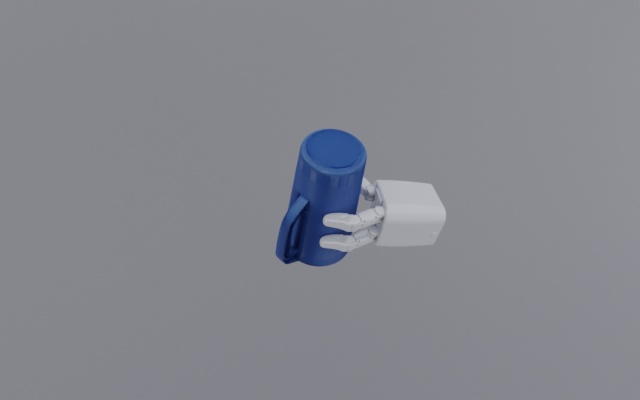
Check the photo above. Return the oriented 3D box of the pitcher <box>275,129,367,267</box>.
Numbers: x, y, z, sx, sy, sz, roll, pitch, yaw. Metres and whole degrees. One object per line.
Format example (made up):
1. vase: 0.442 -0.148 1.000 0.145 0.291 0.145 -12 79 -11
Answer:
1. pitcher: 0.000 0.003 0.834 0.145 0.149 0.243 4 -42 -6
